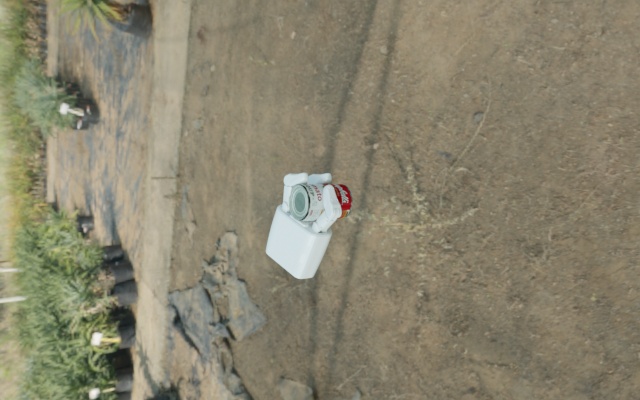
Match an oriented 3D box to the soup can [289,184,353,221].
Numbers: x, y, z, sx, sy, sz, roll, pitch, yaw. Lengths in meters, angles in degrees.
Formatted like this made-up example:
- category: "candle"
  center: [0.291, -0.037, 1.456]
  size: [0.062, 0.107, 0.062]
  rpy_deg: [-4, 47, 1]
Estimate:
- category: "soup can"
  center: [0.000, 0.003, 0.889]
  size: [0.102, 0.068, 0.068]
  rpy_deg: [-1, 1, -37]
